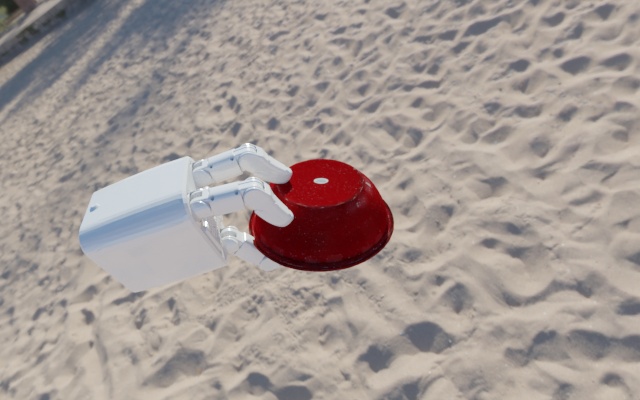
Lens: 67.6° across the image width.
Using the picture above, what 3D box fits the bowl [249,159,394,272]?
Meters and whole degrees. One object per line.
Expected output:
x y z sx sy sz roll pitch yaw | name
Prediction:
0.001 0.001 0.516 0.162 0.055 0.162 -1 36 1 | bowl
